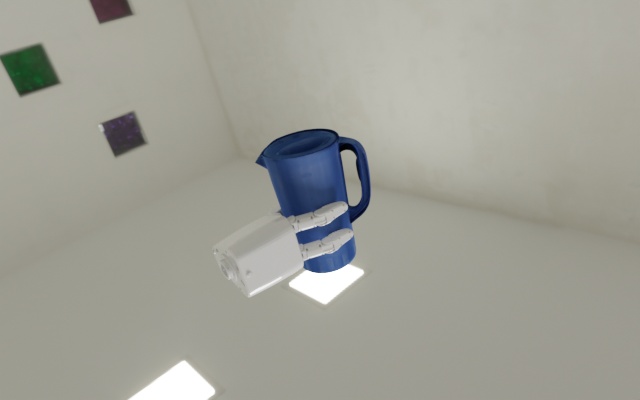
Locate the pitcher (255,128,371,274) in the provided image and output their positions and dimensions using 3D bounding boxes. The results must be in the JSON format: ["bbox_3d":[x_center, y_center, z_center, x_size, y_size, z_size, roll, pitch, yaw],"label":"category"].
[{"bbox_3d":[0.000,0.003,0.840,0.145,0.243,0.149,-30,30,-29],"label":"pitcher"}]
